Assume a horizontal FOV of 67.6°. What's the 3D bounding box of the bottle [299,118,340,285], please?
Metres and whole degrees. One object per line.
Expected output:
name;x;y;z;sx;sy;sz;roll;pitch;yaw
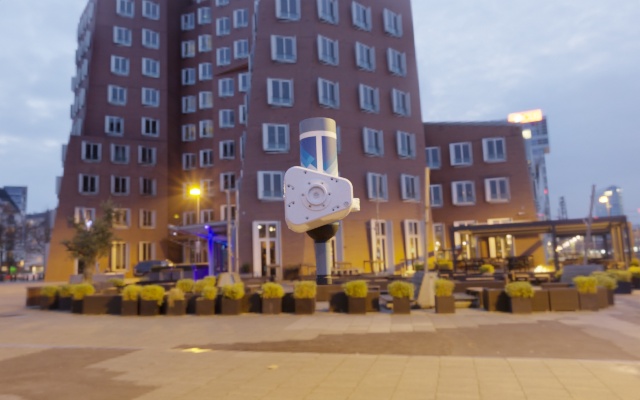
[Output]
bottle;0.000;0.003;0.862;0.069;0.295;0.069;-2;-7;0
